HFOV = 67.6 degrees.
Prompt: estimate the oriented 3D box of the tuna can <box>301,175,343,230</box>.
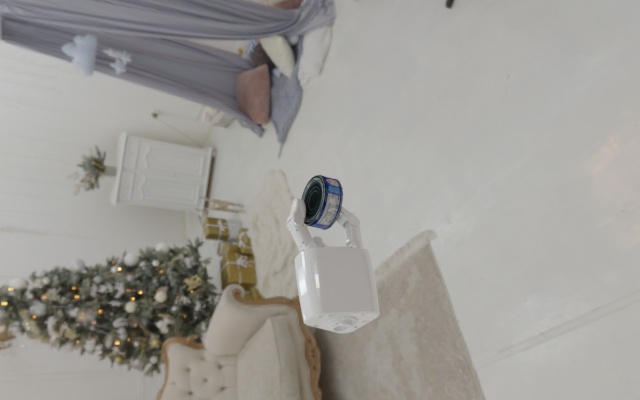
[{"bbox_3d":[0.000,0.002,0.772,0.034,0.086,0.086,14,-6,-27],"label":"tuna can"}]
